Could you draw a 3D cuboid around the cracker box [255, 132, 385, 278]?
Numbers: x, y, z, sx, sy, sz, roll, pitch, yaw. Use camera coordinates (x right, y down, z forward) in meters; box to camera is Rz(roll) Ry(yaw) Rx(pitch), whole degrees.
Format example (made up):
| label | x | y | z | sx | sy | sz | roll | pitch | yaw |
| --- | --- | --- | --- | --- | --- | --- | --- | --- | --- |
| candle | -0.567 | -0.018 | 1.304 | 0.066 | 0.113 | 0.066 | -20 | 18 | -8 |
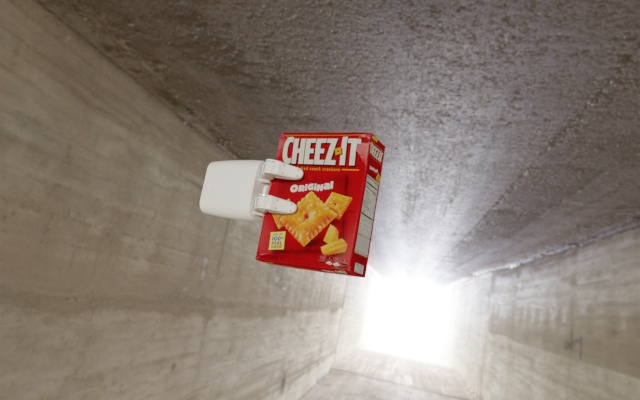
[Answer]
| label | x | y | z | sx | sy | sz | roll | pitch | yaw |
| --- | --- | --- | --- | --- | --- | --- | --- | --- | --- |
| cracker box | 0.000 | 0.003 | 0.747 | 0.164 | 0.213 | 0.072 | 4 | -13 | 27 |
